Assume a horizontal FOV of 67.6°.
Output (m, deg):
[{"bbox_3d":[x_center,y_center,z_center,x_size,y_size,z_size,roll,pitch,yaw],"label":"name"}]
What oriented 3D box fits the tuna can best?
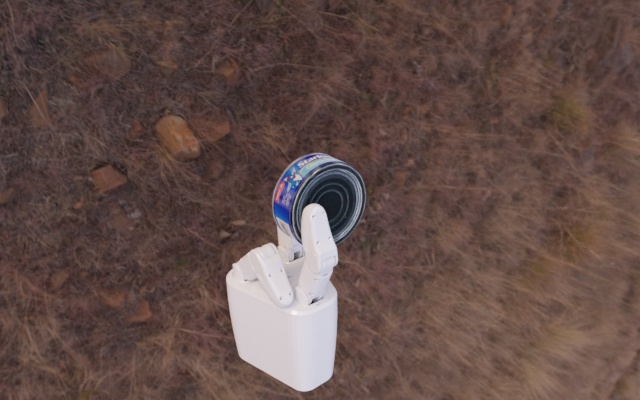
[{"bbox_3d":[0.000,0.002,0.441,0.086,0.086,0.033,0,18,-37],"label":"tuna can"}]
